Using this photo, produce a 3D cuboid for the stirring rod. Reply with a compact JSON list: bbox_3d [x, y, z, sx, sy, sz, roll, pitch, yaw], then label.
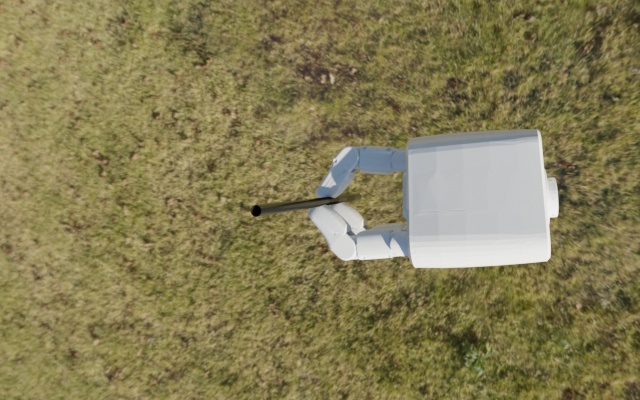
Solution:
[{"bbox_3d":[0.000,0.001,0.425,0.011,0.011,0.239,0,3,21],"label":"stirring rod"}]
